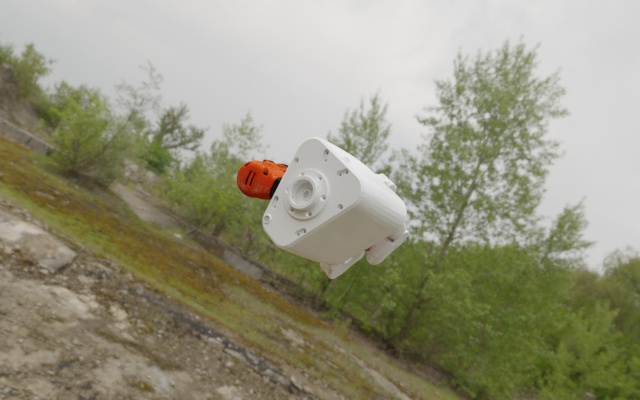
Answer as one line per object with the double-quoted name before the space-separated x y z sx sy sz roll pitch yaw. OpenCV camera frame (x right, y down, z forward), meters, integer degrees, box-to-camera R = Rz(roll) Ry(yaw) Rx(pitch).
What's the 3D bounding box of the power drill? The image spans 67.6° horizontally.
"power drill" 0.000 0.002 0.636 0.187 0.057 0.184 22 7 15
